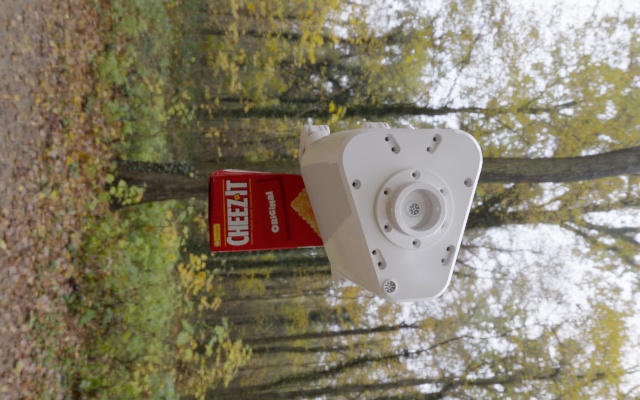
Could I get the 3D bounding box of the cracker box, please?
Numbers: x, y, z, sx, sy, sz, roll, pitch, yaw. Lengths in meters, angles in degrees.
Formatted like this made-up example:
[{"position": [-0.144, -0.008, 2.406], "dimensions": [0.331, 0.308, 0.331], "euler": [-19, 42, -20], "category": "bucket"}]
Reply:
[{"position": [0.000, 0.002, 0.471], "dimensions": [0.214, 0.072, 0.164], "euler": [-1, 2, -12], "category": "cracker box"}]
